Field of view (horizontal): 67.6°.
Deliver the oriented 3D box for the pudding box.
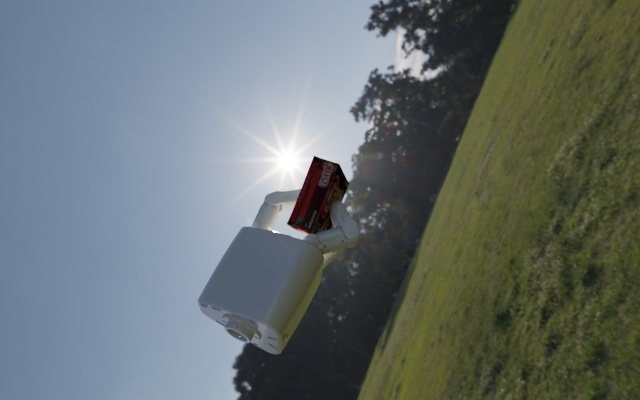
[{"bbox_3d":[0.000,0.002,0.605,0.039,0.090,0.113,21,-6,10],"label":"pudding box"}]
